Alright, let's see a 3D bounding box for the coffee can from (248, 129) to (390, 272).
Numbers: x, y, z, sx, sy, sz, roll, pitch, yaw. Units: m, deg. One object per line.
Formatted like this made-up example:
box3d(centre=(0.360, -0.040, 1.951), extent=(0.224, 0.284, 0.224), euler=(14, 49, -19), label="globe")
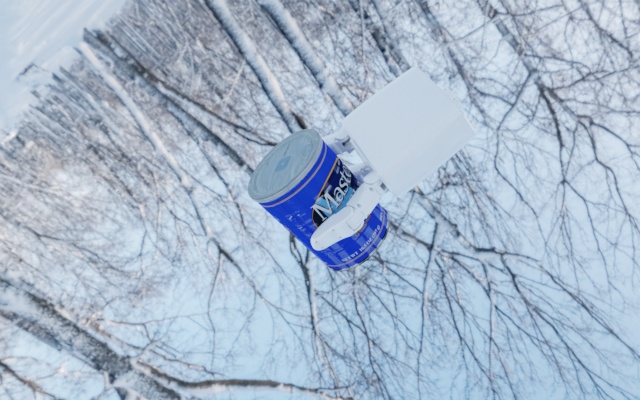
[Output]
box3d(centre=(0.000, 0.002, 0.557), extent=(0.103, 0.102, 0.140), euler=(0, -38, 50), label="coffee can")
